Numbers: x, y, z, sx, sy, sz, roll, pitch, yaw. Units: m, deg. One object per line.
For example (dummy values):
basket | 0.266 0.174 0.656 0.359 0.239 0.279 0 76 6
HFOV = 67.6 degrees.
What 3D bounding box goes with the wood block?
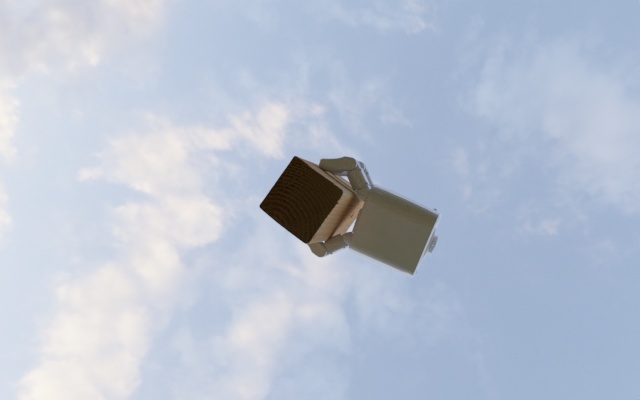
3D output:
wood block | 0.000 0.003 0.740 0.090 0.091 0.206 37 7 14
